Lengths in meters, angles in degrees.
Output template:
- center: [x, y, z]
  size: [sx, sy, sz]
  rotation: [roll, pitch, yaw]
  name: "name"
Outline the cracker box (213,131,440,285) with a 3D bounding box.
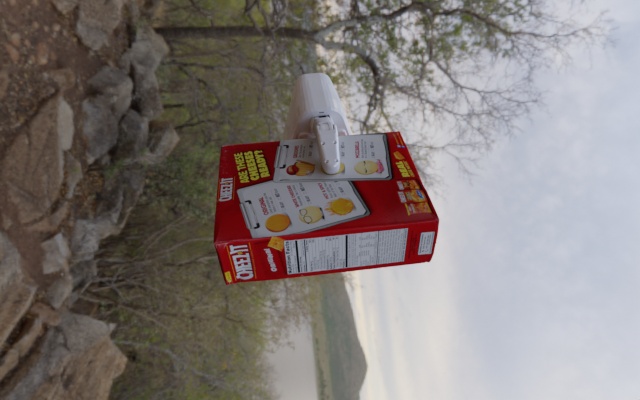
- center: [0.000, 0.002, 0.520]
  size: [0.214, 0.072, 0.164]
  rotation: [-6, 40, -3]
  name: "cracker box"
